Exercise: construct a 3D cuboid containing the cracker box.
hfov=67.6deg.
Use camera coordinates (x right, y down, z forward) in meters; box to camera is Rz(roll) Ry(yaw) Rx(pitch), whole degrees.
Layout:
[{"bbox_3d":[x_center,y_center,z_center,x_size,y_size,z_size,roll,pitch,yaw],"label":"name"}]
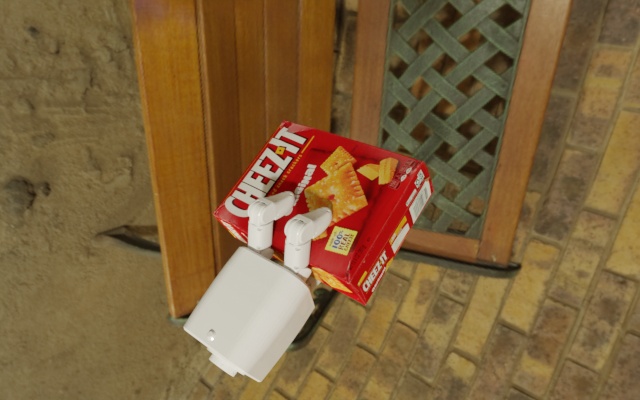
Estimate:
[{"bbox_3d":[0.000,0.002,0.573,0.213,0.164,0.072,22,-22,33],"label":"cracker box"}]
